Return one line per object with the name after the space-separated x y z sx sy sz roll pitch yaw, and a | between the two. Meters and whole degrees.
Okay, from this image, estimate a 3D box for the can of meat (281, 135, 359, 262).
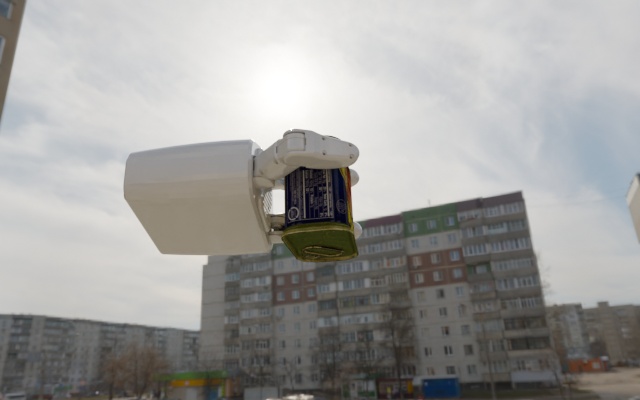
0.000 0.001 0.415 0.057 0.084 0.102 -5 -21 6 | can of meat
